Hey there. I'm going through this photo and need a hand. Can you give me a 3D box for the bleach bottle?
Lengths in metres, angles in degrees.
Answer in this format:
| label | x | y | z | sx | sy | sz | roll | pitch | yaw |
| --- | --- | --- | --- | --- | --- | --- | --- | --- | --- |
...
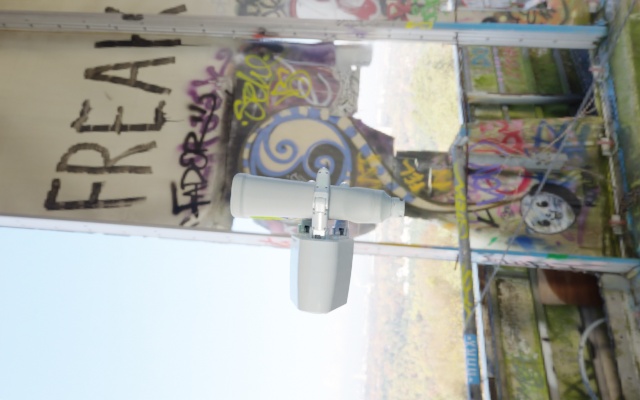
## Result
| label | x | y | z | sx | sy | sz | roll | pitch | yaw |
| --- | --- | --- | --- | --- | --- | --- | --- | --- | --- |
| bleach bottle | 0.000 | 0.002 | 0.720 | 0.251 | 0.068 | 0.102 | 4 | -2 | 5 |
